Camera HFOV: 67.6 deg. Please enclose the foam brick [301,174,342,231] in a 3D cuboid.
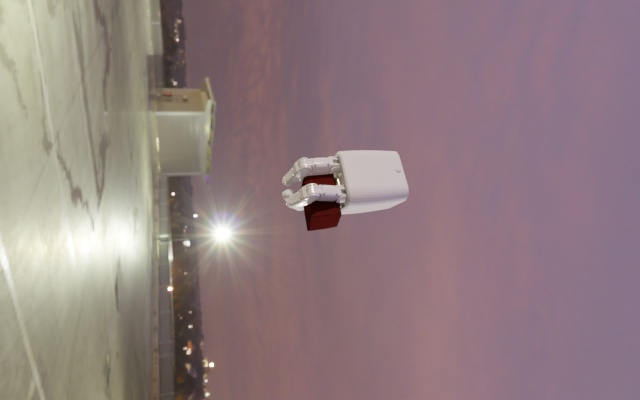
[{"bbox_3d":[0.000,0.003,0.783,0.051,0.078,0.053,-5,-26,-12],"label":"foam brick"}]
